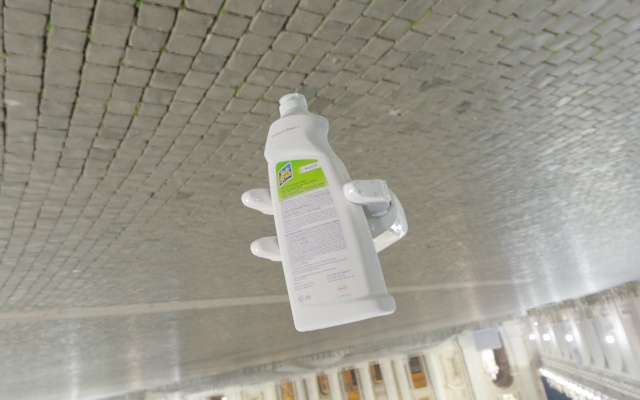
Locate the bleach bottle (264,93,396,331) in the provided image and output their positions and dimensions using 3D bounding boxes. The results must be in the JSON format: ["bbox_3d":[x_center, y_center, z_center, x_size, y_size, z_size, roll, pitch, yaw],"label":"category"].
[{"bbox_3d":[0.000,0.002,0.502,0.102,0.250,0.068,-16,-17,15],"label":"bleach bottle"}]
